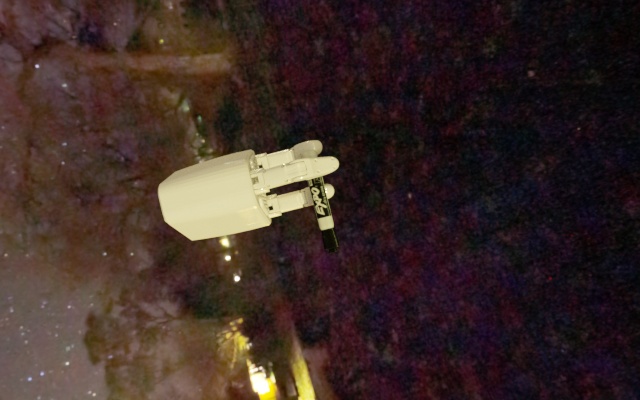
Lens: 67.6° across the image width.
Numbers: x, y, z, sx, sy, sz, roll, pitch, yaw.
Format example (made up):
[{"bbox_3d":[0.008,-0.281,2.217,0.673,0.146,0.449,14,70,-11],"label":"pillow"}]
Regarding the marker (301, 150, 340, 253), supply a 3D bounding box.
[{"bbox_3d":[0.000,0.002,0.557,0.020,0.121,0.020,-14,-3,-1],"label":"marker"}]
